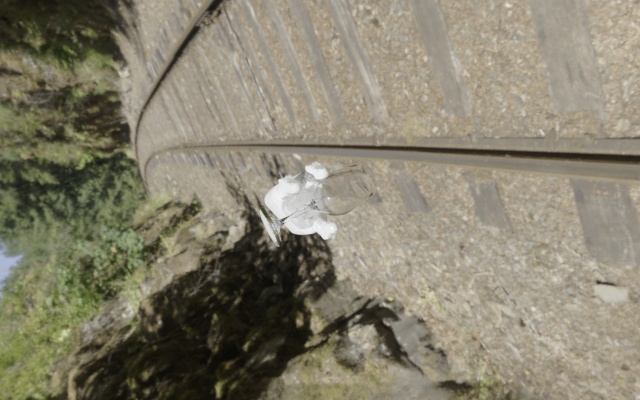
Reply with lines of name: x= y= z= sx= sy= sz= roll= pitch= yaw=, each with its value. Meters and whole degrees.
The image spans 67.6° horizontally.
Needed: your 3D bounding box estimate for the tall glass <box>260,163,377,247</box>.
tall glass: x=0.000 y=0.003 z=0.830 sx=0.201 sy=0.079 sz=0.079 roll=-27 pitch=9 yaw=-18
